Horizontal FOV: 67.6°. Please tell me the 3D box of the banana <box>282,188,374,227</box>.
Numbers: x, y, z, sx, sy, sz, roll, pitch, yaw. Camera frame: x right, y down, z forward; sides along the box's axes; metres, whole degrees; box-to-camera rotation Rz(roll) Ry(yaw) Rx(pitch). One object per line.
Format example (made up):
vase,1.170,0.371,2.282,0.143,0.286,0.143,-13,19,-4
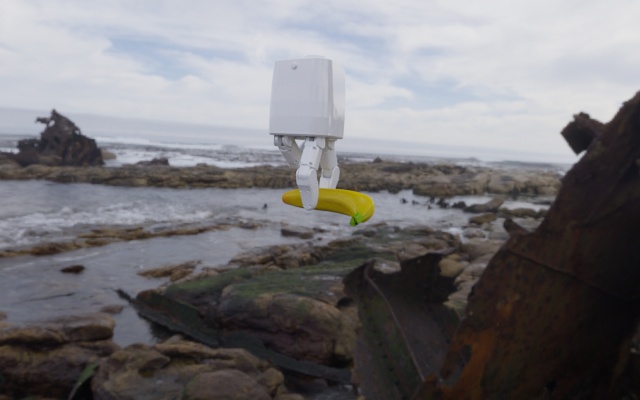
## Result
banana,0.018,0.002,0.685,0.069,0.037,0.198,-1,8,-32
